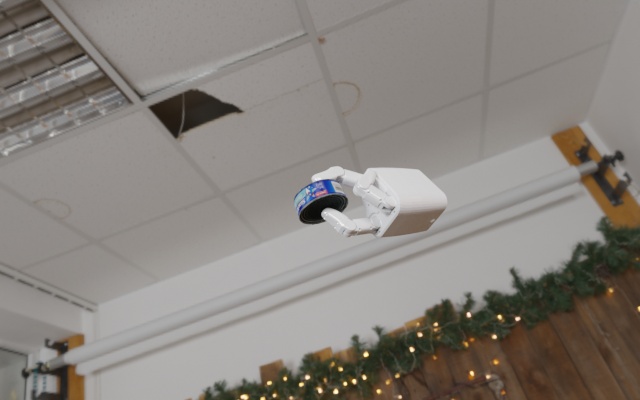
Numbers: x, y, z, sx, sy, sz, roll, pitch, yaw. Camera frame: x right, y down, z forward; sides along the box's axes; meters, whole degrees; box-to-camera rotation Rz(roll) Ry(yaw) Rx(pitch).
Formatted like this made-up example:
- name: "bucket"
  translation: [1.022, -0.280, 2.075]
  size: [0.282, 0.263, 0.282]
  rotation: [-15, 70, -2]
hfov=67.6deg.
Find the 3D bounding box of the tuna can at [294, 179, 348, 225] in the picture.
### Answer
- name: "tuna can"
  translation: [0.000, 0.002, 0.784]
  size: [0.086, 0.033, 0.086]
  rotation: [-18, -29, -10]
